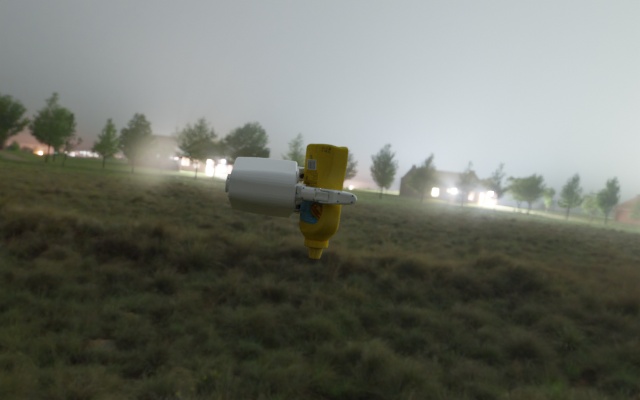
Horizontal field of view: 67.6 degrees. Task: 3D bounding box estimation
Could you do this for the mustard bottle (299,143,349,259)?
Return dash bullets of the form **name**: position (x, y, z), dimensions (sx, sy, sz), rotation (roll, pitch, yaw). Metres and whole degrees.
- **mustard bottle**: position (0.000, 0.002, 0.800), dimensions (0.058, 0.191, 0.096), rotation (5, 4, -30)
